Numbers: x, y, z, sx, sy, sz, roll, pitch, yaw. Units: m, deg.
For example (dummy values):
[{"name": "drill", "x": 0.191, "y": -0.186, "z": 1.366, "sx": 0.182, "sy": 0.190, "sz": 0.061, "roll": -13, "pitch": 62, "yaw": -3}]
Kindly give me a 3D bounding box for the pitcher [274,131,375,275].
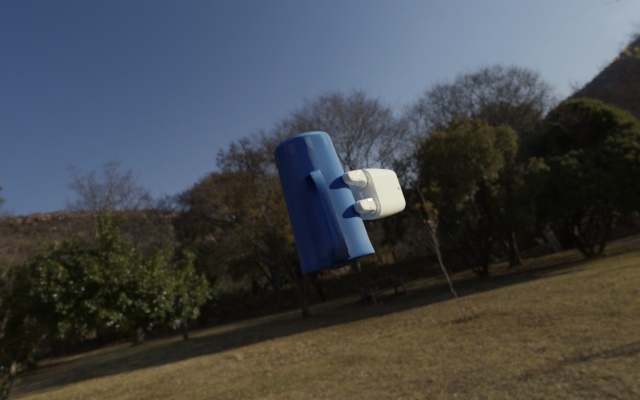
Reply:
[{"name": "pitcher", "x": 0.000, "y": 0.003, "z": 0.851, "sx": 0.149, "sy": 0.243, "sz": 0.145, "roll": -25, "pitch": -11, "yaw": 40}]
